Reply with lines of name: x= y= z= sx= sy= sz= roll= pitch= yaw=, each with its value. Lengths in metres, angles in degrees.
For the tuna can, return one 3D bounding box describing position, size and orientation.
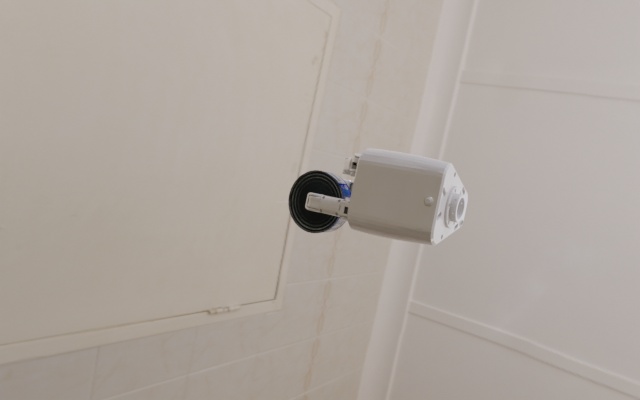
tuna can: x=0.000 y=0.002 z=0.661 sx=0.086 sy=0.086 sz=0.034 roll=0 pitch=-2 yaw=30
